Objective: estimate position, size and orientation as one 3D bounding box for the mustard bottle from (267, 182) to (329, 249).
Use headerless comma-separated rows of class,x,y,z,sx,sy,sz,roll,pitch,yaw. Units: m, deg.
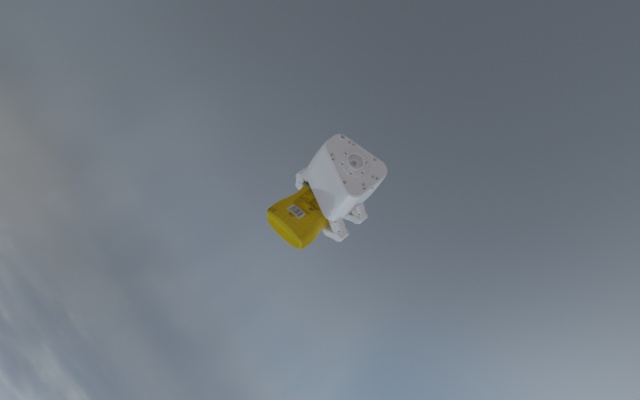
mustard bottle,0.000,0.003,0.887,0.191,0.058,0.096,-37,58,-27
